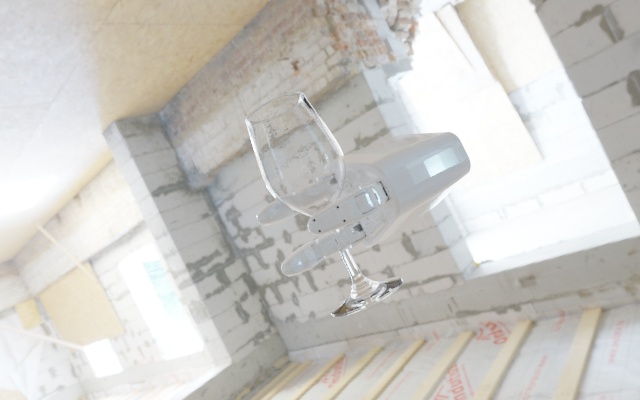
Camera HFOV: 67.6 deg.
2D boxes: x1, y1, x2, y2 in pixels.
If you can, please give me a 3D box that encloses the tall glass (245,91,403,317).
[{"bbox_3d":[0.000,0.002,0.448,0.079,0.201,0.079,-26,0,0],"label":"tall glass"}]
